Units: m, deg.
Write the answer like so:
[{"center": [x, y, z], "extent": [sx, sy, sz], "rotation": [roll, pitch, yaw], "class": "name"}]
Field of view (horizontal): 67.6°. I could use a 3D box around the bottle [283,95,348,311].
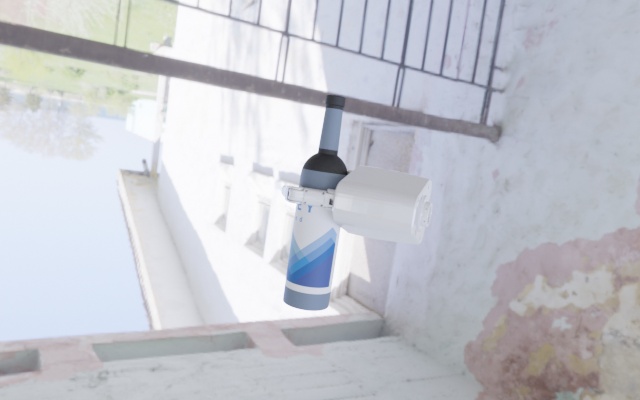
[{"center": [0.000, 0.002, 0.670], "extent": [0.069, 0.296, 0.069], "rotation": [8, 6, -1], "class": "bottle"}]
